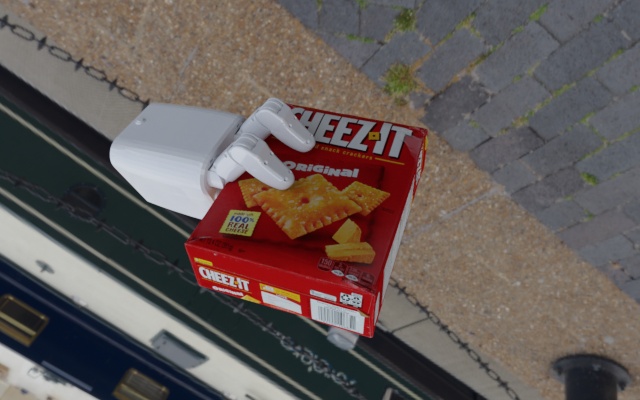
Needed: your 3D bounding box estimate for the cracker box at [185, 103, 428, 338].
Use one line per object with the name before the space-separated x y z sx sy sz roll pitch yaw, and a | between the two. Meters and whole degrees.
cracker box | 0.000 0.002 0.455 0.164 0.213 0.072 14 -41 14
